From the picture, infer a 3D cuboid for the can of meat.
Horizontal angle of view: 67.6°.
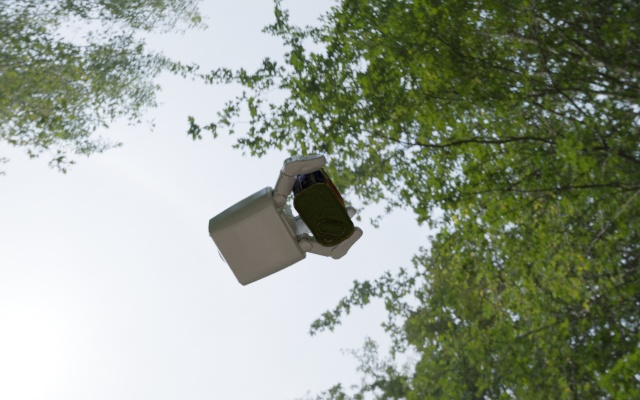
[{"bbox_3d":[0.000,0.002,0.688,0.057,0.102,0.084,-30,29,8],"label":"can of meat"}]
